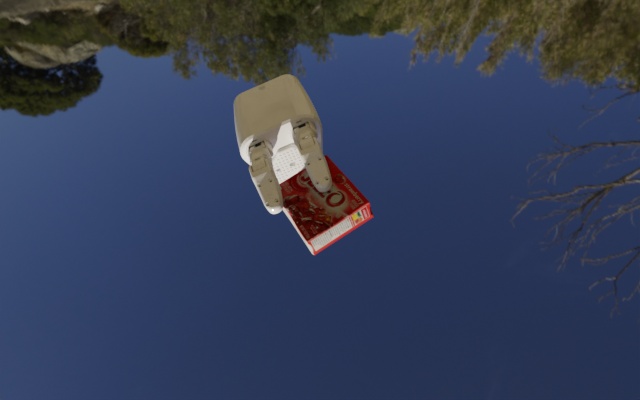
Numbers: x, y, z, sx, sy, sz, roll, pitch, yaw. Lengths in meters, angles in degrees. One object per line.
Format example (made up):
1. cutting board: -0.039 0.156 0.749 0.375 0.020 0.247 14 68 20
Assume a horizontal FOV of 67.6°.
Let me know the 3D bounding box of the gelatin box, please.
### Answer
1. gelatin box: 0.000 0.002 0.495 0.073 0.089 0.030 -32 -40 -7
